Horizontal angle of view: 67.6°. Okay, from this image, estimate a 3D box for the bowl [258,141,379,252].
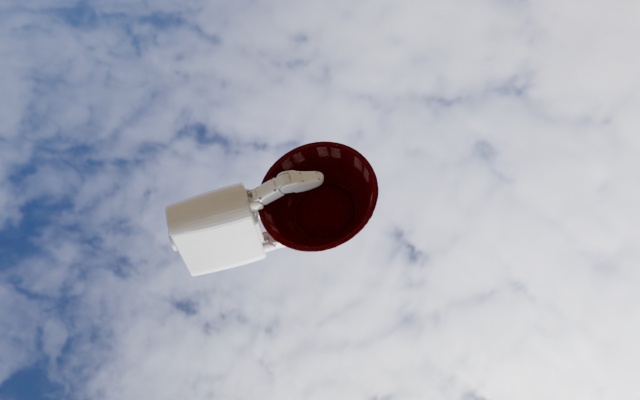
[{"bbox_3d":[0.002,0.002,0.641,0.162,0.162,0.055,0,-27,15],"label":"bowl"}]
